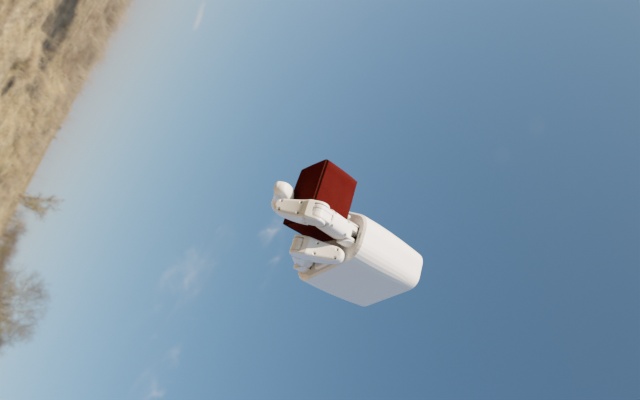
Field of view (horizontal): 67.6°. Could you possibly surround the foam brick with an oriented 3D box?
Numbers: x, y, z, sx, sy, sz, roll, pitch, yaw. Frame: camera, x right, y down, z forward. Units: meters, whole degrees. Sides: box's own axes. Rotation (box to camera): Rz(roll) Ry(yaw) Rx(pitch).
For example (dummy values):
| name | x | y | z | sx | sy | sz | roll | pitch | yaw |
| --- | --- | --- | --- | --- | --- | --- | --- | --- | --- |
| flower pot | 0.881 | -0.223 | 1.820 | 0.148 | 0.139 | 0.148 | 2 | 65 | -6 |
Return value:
| name | x | y | z | sx | sy | sz | roll | pitch | yaw |
| --- | --- | --- | --- | --- | --- | --- | --- | --- | --- |
| foam brick | 0.000 | 0.002 | 0.559 | 0.051 | 0.078 | 0.053 | 31 | -26 | -29 |
